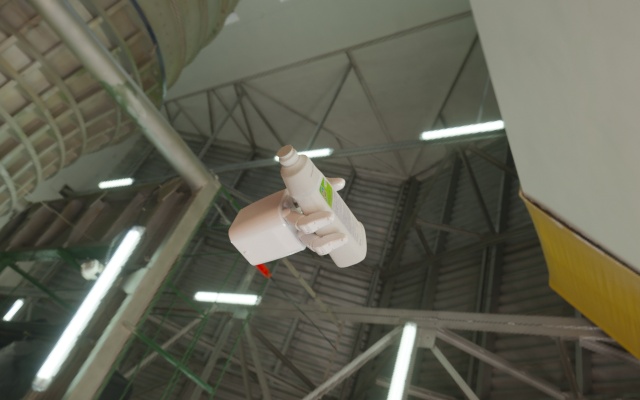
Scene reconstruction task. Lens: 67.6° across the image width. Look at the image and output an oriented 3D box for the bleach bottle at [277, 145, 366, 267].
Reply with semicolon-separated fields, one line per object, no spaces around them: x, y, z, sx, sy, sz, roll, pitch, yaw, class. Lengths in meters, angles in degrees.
0.000;0.003;0.816;0.068;0.251;0.102;-22;38;15;bleach bottle
